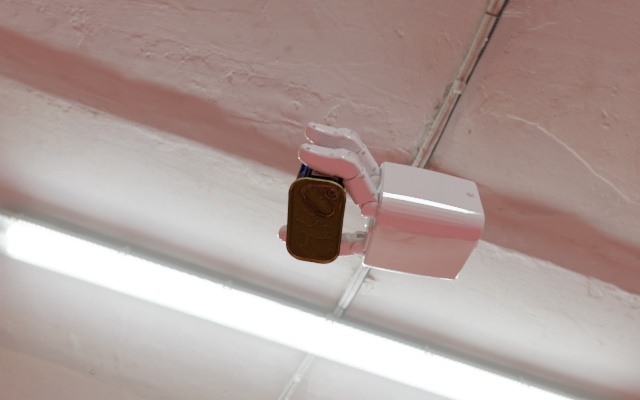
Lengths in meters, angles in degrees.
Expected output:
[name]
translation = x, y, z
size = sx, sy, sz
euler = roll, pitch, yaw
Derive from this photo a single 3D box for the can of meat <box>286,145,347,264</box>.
[can of meat]
translation = 0.000, 0.002, 0.514
size = 0.057, 0.102, 0.084
euler = 8, 33, 5
